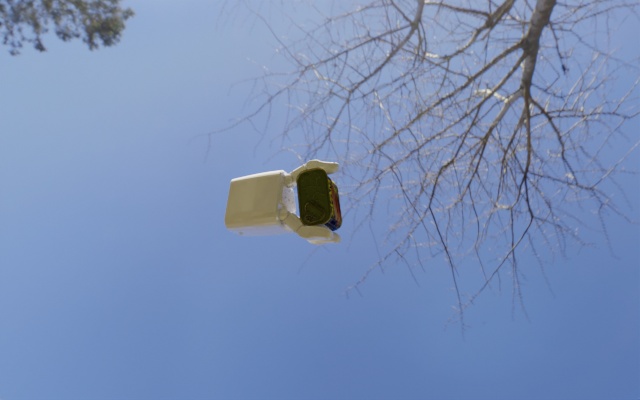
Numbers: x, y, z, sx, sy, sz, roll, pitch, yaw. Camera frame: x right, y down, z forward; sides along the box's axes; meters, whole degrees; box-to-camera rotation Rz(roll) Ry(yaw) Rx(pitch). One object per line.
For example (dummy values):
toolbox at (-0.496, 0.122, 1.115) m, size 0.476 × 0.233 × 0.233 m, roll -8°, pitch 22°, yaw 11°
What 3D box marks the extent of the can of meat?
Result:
can of meat at (0.000, 0.003, 0.853) m, size 0.057 × 0.102 × 0.084 m, roll -11°, pitch -17°, yaw 15°
